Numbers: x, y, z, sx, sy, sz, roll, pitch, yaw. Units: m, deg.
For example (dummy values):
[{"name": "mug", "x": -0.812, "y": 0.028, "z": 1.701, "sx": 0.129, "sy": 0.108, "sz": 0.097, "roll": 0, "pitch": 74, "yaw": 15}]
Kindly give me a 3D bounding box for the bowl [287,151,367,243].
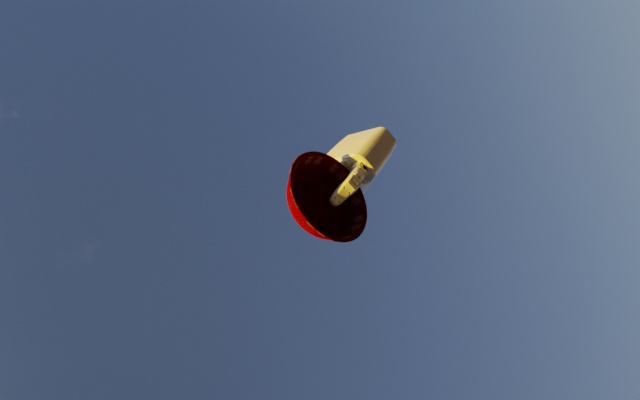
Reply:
[{"name": "bowl", "x": -0.001, "y": 0.003, "z": 0.779, "sx": 0.162, "sy": 0.162, "sz": 0.055, "roll": 0, "pitch": -25, "yaw": -44}]
